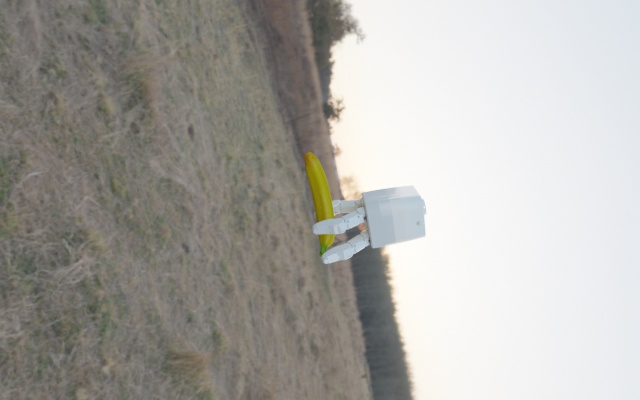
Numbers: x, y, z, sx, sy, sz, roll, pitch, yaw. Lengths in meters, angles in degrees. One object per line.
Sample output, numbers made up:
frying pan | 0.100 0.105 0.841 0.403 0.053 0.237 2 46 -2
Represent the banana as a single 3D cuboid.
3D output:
banana | 0.002 0.003 0.910 0.037 0.198 0.069 -9 8 6
